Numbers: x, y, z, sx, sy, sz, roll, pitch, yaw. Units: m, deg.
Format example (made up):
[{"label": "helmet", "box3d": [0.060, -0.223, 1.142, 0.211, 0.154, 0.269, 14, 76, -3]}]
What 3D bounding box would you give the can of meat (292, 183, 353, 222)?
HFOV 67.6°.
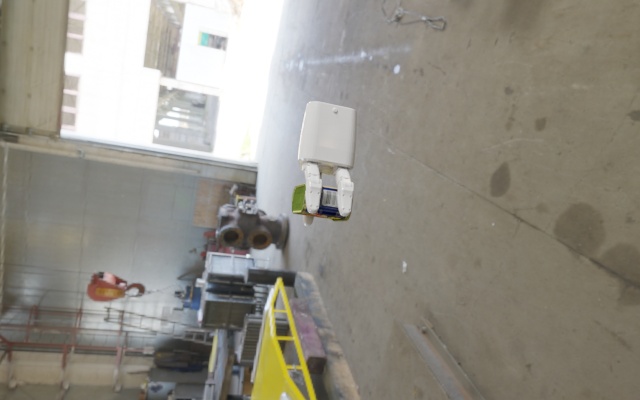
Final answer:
[{"label": "can of meat", "box3d": [0.000, 0.003, 0.837, 0.084, 0.057, 0.102, 9, -5, -16]}]
